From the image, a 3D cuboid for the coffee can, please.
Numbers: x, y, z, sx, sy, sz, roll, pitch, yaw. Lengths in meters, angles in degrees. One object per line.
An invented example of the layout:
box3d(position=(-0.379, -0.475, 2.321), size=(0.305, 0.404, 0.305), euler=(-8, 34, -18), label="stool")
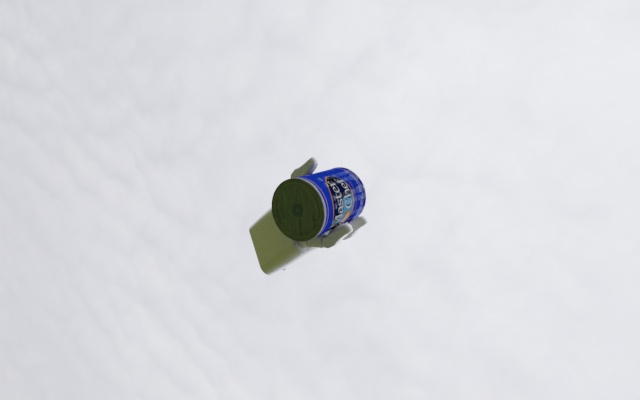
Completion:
box3d(position=(0.000, 0.003, 0.806), size=(0.103, 0.103, 0.140), euler=(0, 11, 33), label="coffee can")
